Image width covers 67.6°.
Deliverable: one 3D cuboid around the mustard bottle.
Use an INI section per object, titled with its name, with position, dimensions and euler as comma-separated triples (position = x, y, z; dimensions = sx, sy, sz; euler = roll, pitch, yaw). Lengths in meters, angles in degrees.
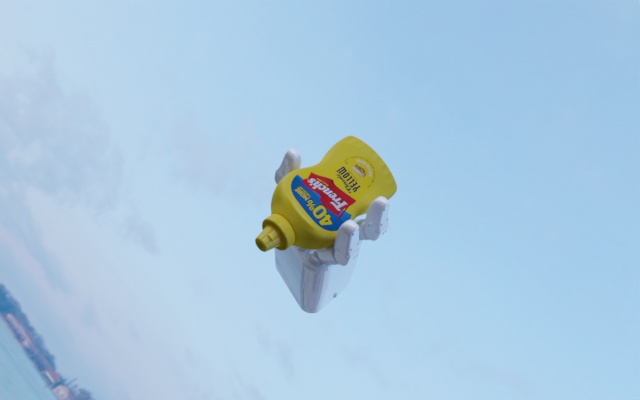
[mustard bottle]
position = 0.000, 0.002, 0.557
dimensions = 0.191, 0.096, 0.058
euler = -36, -6, -34
